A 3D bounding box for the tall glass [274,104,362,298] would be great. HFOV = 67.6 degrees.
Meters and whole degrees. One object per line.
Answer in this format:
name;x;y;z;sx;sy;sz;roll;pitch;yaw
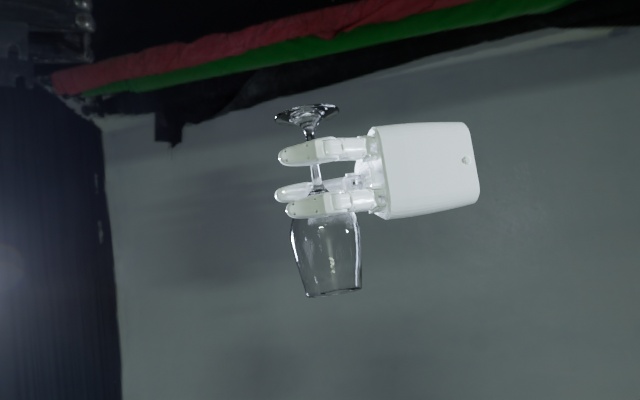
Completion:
tall glass;0.000;0.001;0.527;0.079;0.201;0.079;-8;-6;-1
